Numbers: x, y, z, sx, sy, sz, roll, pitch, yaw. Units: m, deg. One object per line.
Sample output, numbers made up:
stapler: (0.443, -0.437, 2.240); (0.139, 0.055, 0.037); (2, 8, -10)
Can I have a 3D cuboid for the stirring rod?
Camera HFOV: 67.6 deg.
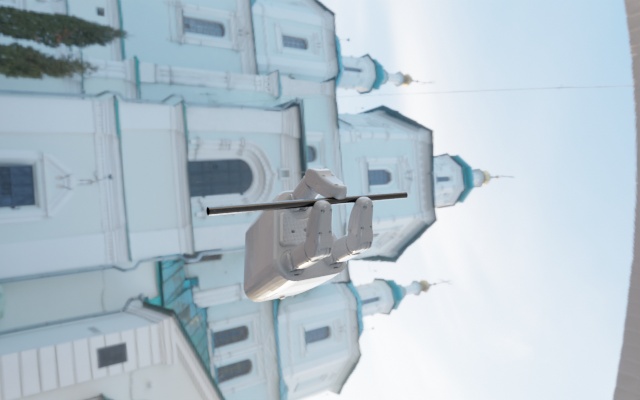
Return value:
stirring rod: (0.000, 0.002, 0.486); (0.239, 0.011, 0.011); (-5, 3, -35)
